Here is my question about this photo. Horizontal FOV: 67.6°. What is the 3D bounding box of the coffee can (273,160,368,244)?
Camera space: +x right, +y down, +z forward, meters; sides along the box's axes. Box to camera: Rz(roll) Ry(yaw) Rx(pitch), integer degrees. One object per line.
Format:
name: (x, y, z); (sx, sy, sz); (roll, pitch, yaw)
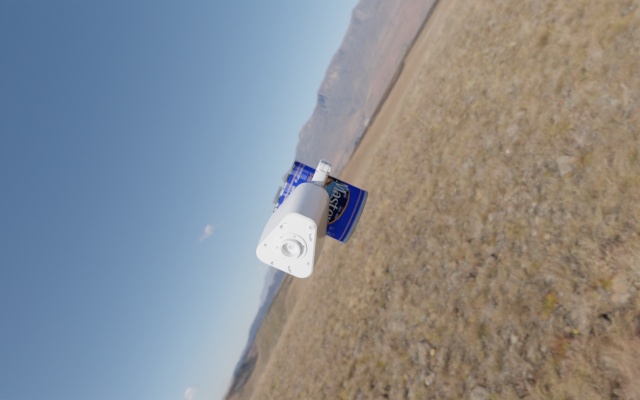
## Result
coffee can: (0.000, 0.003, 0.848); (0.140, 0.103, 0.103); (24, -1, -2)
